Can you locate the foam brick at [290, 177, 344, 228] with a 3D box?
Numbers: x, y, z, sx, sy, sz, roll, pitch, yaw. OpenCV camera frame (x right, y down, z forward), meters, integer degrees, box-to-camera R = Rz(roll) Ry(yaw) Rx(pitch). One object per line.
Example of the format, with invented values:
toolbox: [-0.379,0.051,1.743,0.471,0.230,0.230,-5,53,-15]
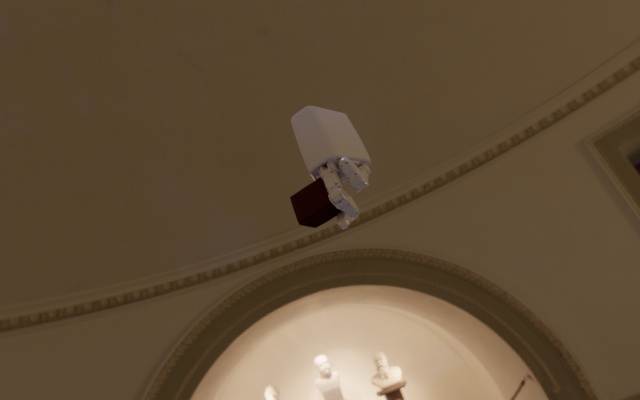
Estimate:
foam brick: [0.000,0.003,0.773,0.078,0.051,0.053,-32,-24,21]
